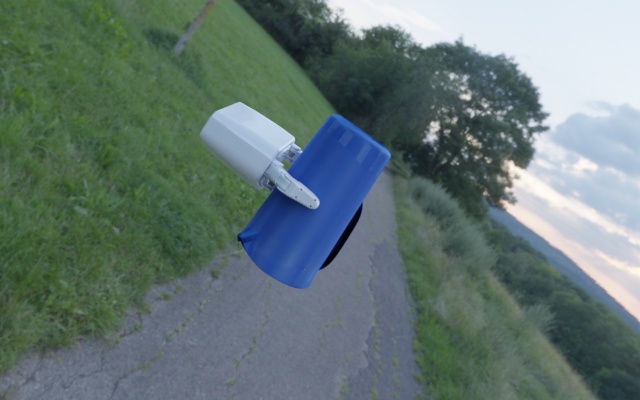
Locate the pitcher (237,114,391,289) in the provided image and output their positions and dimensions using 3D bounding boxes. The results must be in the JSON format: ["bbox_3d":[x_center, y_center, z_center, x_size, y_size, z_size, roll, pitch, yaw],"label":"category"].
[{"bbox_3d":[0.000,0.002,0.716,0.145,0.243,0.149,35,9,0],"label":"pitcher"}]
